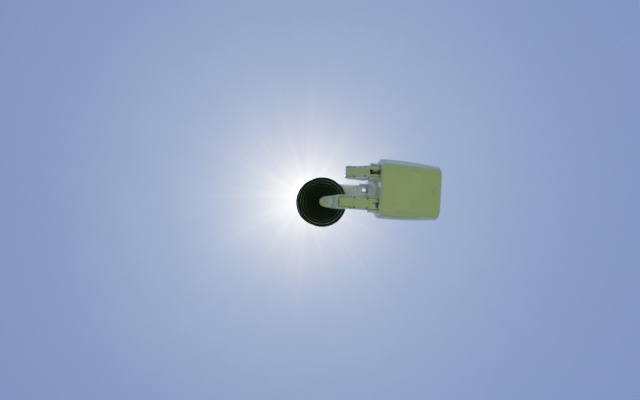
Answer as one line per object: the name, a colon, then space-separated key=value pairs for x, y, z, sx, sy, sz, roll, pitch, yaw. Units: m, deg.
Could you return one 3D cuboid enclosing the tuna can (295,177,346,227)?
tuna can: x=0.000 y=0.003 z=0.826 sx=0.086 sy=0.086 sz=0.034 roll=0 pitch=0 yaw=-12
